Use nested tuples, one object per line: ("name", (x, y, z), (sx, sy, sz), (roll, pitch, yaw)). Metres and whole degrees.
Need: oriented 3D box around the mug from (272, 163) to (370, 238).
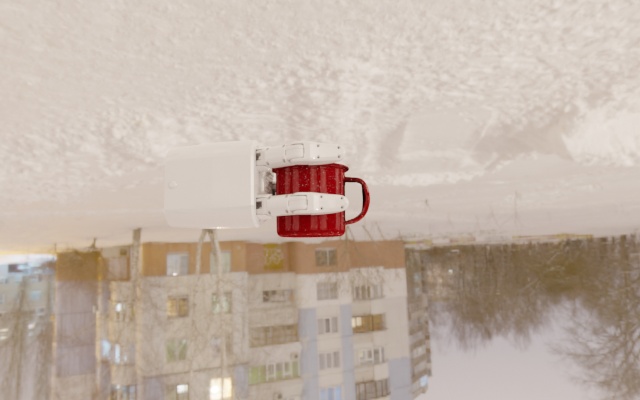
("mug", (0.002, 0.002, 0.564), (0.117, 0.081, 0.093), (-2, -6, 9))
